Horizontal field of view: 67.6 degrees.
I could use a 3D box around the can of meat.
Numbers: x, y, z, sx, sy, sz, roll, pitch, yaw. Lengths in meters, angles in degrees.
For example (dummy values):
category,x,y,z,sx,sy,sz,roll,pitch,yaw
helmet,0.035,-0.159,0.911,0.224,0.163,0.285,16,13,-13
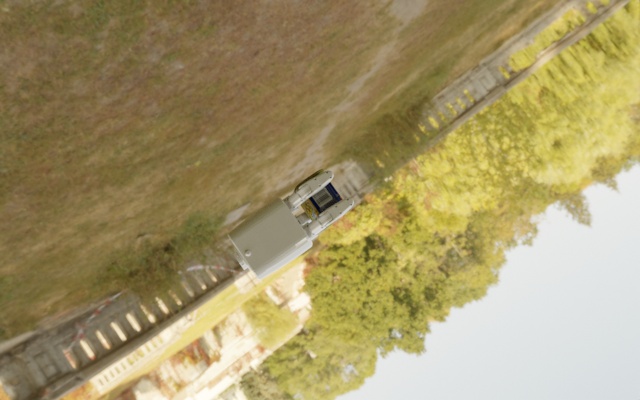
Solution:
category,x,y,z,sx,sy,sz,roll,pitch,yaw
can of meat,0.000,0.003,0.823,0.057,0.084,0.102,-34,-5,-14
